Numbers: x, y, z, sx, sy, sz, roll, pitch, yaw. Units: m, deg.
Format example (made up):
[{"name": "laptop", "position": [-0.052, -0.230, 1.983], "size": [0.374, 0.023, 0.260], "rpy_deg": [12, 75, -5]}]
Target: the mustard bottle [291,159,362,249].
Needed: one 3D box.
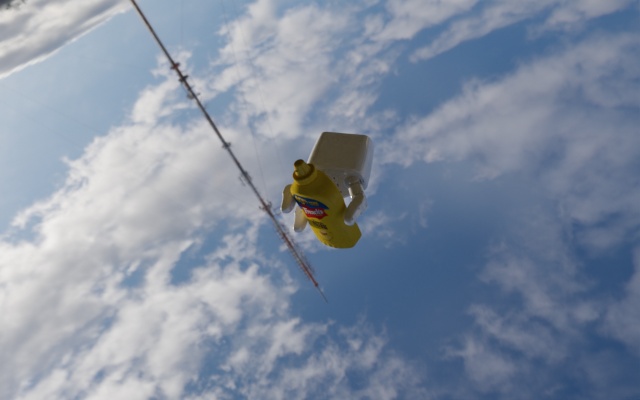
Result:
[{"name": "mustard bottle", "position": [0.000, 0.003, 0.828], "size": [0.096, 0.058, 0.192], "rpy_deg": [17, -33, 40]}]
